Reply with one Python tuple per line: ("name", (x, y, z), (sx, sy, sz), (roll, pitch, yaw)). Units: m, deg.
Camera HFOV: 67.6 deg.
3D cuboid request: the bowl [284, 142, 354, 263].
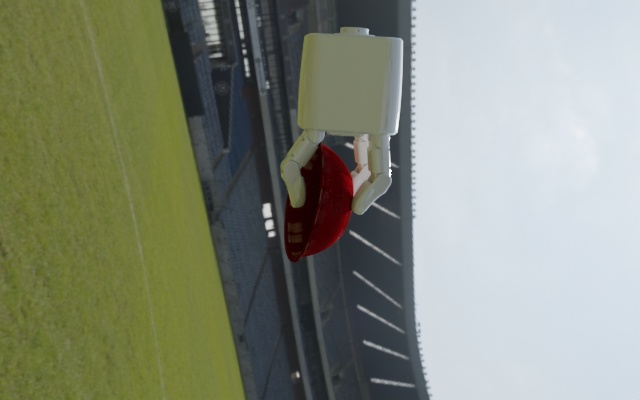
("bowl", (0.000, 0.003, 0.610), (0.055, 0.162, 0.162), (10, -3, -17))
